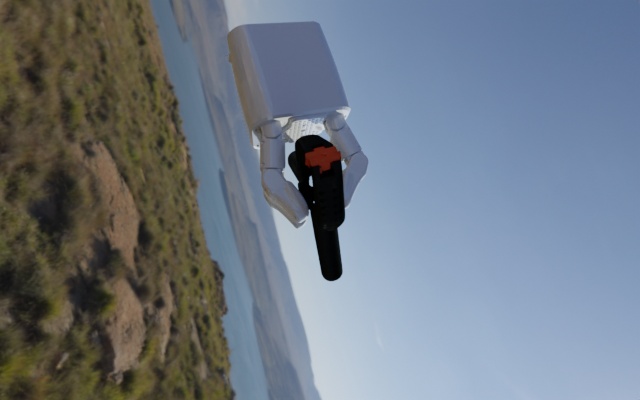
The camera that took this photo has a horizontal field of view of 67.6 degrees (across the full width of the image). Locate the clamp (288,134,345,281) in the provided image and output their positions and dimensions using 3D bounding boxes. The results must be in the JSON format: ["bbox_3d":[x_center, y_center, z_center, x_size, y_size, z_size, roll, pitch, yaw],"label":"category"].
[{"bbox_3d":[0.001,0.001,0.488,0.036,0.164,0.210,-17,-8,-8],"label":"clamp"}]
